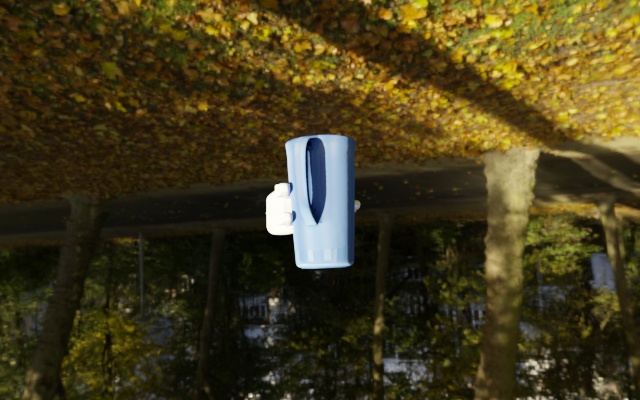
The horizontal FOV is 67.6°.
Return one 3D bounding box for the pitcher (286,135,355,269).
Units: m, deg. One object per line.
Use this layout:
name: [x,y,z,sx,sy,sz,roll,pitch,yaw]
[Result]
pitcher: [0.000,0.003,0.889,0.149,0.243,0.145,1,-8,-26]
